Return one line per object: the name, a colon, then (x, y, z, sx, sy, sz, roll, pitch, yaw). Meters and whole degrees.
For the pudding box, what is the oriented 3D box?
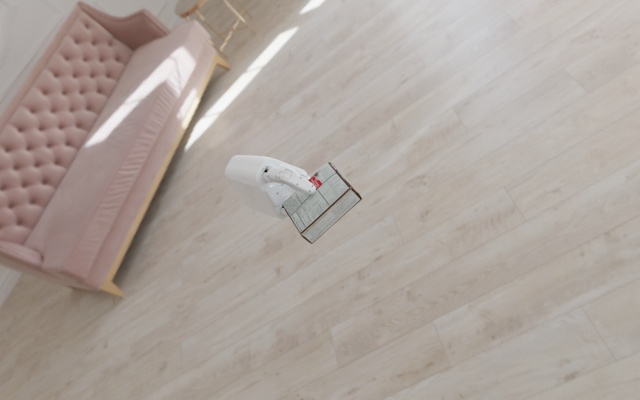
pudding box: (0.000, 0.002, 0.780, 0.039, 0.113, 0.090, 40, 9, -42)
